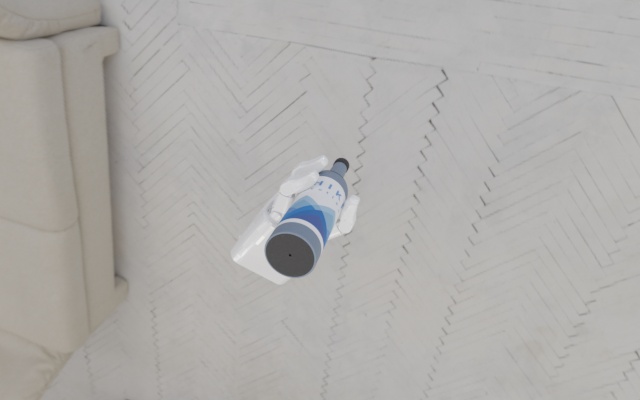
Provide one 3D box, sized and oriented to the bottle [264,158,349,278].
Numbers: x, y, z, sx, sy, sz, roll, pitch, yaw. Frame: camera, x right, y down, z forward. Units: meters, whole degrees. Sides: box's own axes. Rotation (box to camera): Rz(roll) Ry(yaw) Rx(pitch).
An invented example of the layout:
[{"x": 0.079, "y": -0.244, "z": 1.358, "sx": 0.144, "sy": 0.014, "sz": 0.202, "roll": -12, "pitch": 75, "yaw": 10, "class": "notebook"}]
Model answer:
[{"x": 0.000, "y": 0.002, "z": 0.702, "sx": 0.069, "sy": 0.069, "sz": 0.295, "roll": 0, "pitch": 26, "yaw": 16, "class": "bottle"}]
